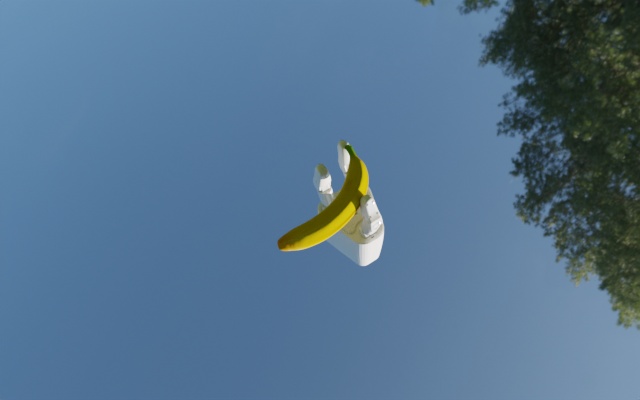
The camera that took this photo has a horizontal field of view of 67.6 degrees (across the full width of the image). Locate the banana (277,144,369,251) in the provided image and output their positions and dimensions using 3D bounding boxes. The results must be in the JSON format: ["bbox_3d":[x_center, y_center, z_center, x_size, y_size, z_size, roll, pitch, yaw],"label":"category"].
[{"bbox_3d":[0.018,0.008,0.704,0.069,0.197,0.037,29,-23,17],"label":"banana"}]
